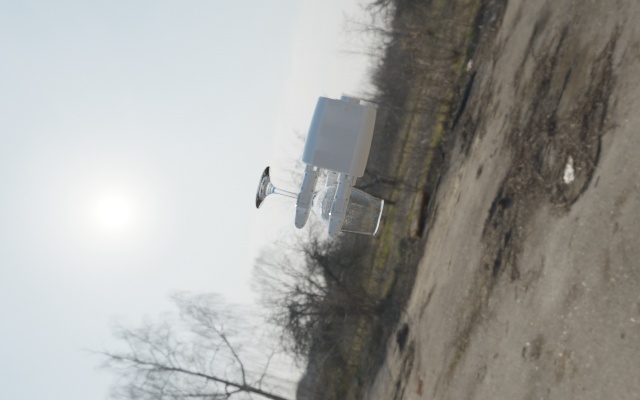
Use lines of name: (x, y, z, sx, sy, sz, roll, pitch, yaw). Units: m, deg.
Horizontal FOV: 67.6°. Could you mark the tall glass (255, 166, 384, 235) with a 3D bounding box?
tall glass: (-0.001, 0.003, 0.784, 0.201, 0.079, 0.079, 15, 1, 6)
